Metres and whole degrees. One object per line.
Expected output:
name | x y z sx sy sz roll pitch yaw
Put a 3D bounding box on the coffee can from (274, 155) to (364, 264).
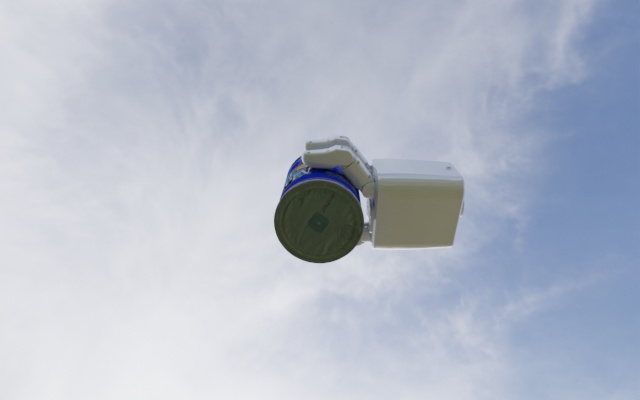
coffee can | 0.000 0.002 0.604 0.103 0.103 0.140 0 20 2
